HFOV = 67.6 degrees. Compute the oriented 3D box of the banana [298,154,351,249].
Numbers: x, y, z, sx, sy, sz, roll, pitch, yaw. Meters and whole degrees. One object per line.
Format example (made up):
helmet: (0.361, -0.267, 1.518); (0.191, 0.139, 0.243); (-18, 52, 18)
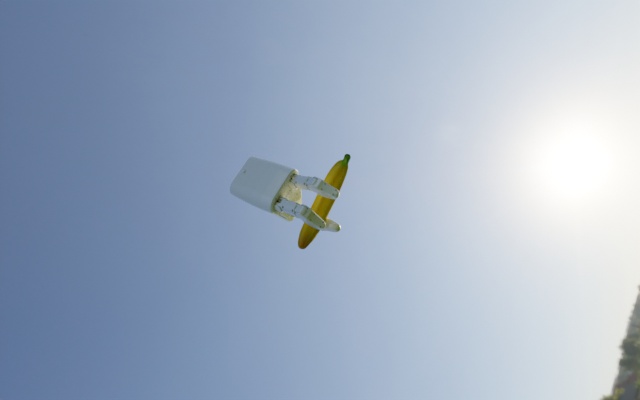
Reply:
banana: (0.005, 0.001, 0.916); (0.037, 0.198, 0.069); (26, 2, 12)
